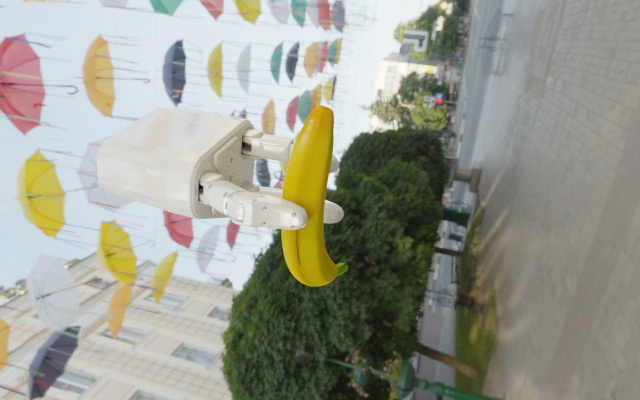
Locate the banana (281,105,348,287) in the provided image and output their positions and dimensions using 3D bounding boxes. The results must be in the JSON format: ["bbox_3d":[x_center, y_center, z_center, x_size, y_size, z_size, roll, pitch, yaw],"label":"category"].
[{"bbox_3d":[-0.008,0.016,0.416,0.037,0.198,0.069,16,46,22],"label":"banana"}]
